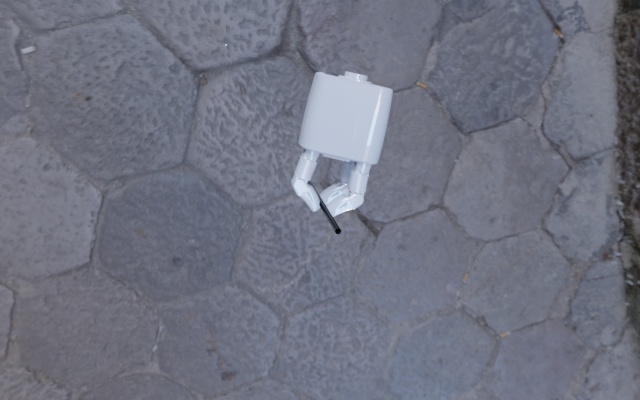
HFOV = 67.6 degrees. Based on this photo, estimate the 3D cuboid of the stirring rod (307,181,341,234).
[{"bbox_3d":[0.000,0.002,0.713,0.011,0.011,0.239,0,18,-11],"label":"stirring rod"}]
